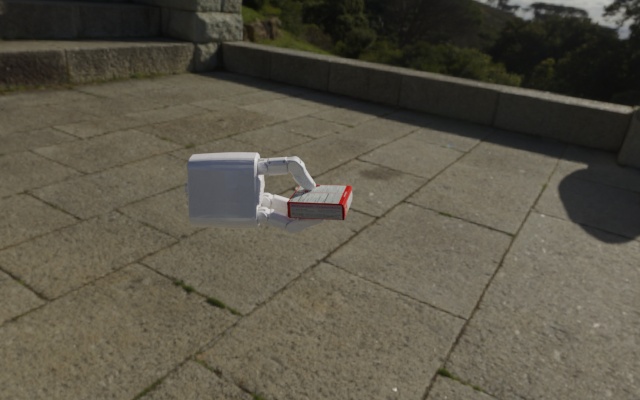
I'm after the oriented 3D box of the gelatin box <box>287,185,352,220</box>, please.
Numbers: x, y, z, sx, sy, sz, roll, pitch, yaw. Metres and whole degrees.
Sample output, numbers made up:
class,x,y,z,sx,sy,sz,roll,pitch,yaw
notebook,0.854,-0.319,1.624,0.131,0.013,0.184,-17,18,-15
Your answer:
class,x,y,z,sx,sy,sz,roll,pitch,yaw
gelatin box,0.000,0.002,0.741,0.089,0.030,0.073,1,24,14
